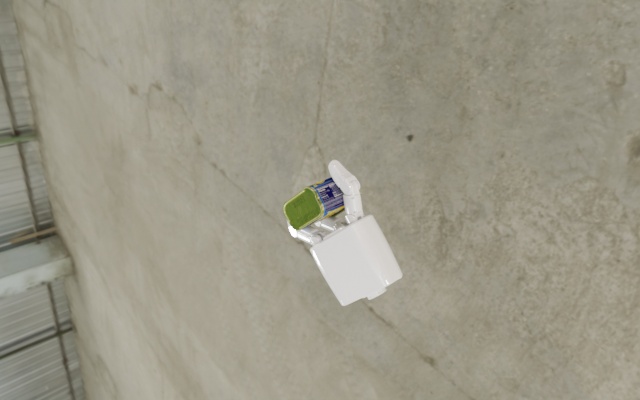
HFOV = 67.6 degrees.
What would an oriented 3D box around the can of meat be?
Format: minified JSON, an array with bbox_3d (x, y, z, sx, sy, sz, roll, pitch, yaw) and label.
[{"bbox_3d":[0.000,0.002,0.758,0.084,0.057,0.102,-23,-7,-39],"label":"can of meat"}]
